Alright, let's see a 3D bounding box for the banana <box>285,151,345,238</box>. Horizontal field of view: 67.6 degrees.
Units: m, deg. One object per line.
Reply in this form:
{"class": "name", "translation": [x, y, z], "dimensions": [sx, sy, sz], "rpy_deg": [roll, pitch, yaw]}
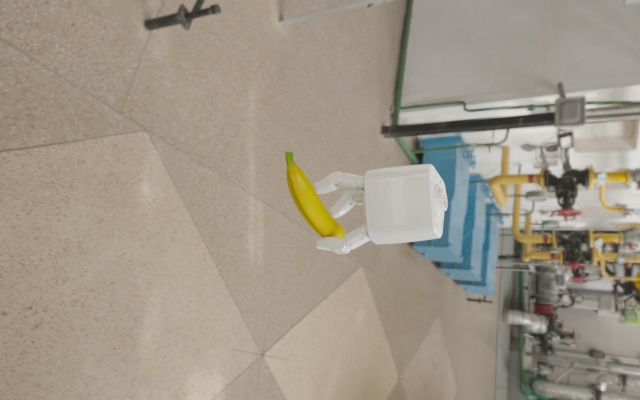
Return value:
{"class": "banana", "translation": [-0.005, 0.013, 0.775], "dimensions": [0.037, 0.198, 0.069], "rpy_deg": [-12, 38, 26]}
